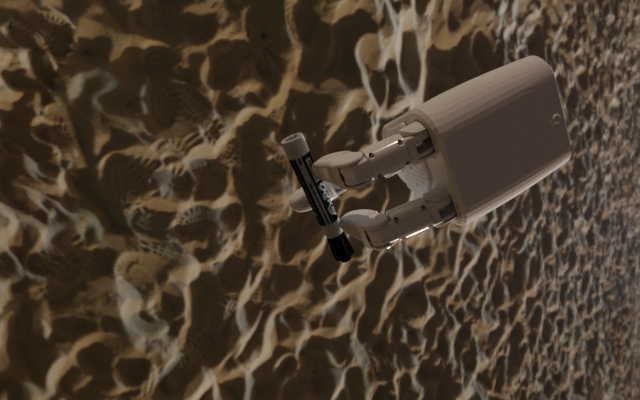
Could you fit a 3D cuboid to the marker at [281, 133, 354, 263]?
[{"bbox_3d":[0.000,0.001,0.400,0.020,0.121,0.020,-21,22,9],"label":"marker"}]
